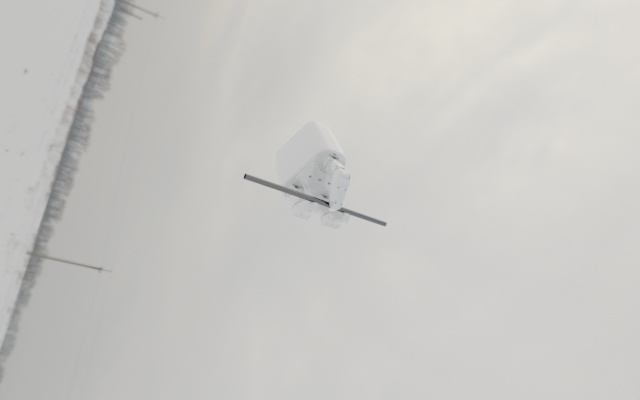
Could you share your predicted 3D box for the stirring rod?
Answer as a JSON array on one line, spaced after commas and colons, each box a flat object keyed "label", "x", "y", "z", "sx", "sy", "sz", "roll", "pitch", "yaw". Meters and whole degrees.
[{"label": "stirring rod", "x": 0.000, "y": 0.002, "z": 0.693, "sx": 0.239, "sy": 0.011, "sz": 0.011, "roll": 19, "pitch": -9, "yaw": -27}]
